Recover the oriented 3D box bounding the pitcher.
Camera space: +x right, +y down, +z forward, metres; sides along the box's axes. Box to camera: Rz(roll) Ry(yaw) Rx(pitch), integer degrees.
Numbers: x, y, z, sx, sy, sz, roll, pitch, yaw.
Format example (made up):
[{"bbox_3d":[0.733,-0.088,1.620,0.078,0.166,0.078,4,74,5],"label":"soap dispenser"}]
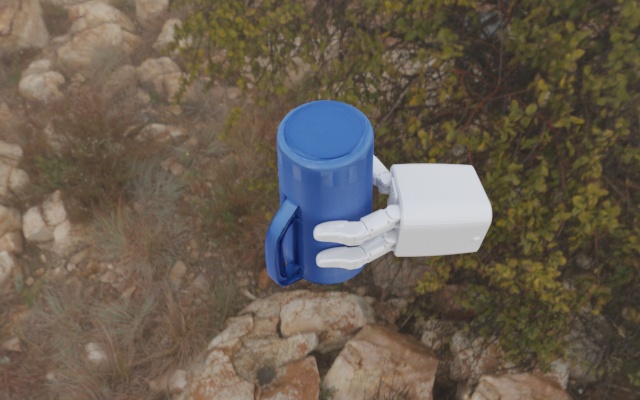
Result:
[{"bbox_3d":[0.000,0.002,0.611,0.145,0.149,0.243,-2,-38,0],"label":"pitcher"}]
